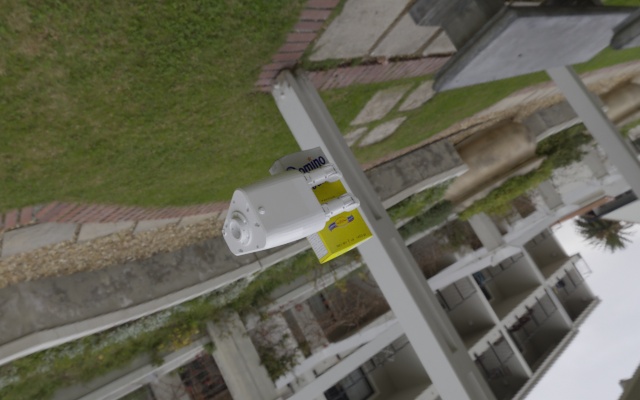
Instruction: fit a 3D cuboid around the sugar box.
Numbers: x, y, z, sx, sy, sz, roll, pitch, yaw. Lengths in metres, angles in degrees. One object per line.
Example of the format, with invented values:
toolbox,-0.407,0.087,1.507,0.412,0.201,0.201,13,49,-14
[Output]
sugar box,0.000,0.002,0.763,0.093,0.176,0.048,-21,-14,-38
